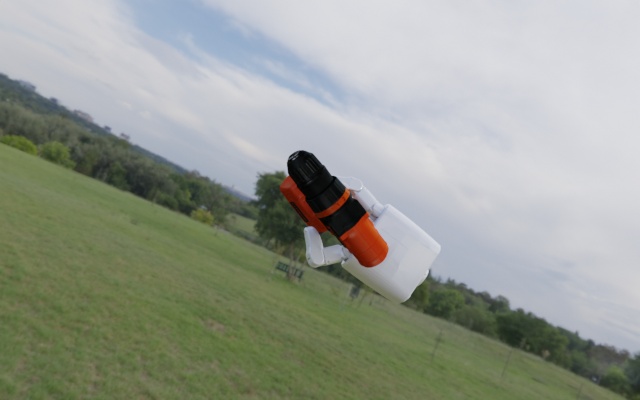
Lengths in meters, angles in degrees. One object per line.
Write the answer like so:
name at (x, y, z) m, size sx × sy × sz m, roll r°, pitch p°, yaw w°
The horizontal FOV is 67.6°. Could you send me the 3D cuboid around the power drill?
power drill at (0.000, 0.002, 0.667) m, size 0.057 × 0.184 × 0.187 m, roll -40°, pitch 18°, yaw -7°
